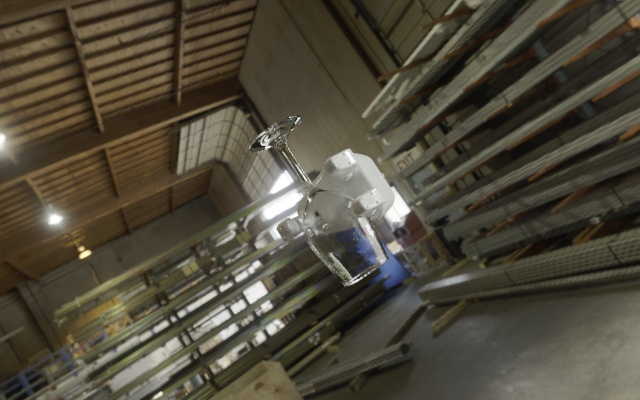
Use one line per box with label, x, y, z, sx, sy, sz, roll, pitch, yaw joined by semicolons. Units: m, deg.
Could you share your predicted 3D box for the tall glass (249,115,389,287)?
tall glass;0.000;0.001;0.568;0.079;0.201;0.079;-33;-6;-4
